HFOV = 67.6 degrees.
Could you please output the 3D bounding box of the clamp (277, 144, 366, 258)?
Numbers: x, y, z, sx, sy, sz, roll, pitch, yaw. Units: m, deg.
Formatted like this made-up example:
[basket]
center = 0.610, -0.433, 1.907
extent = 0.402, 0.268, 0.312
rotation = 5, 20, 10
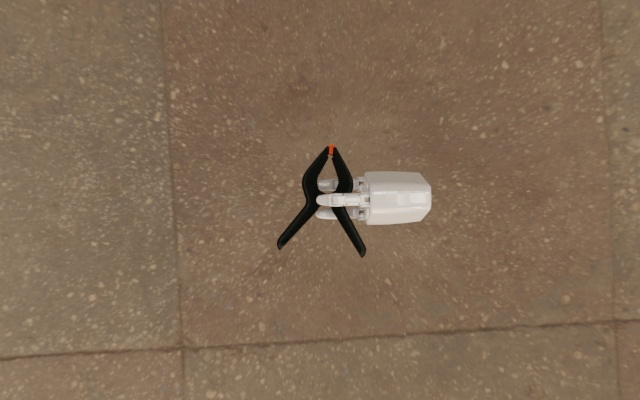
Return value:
[clamp]
center = 0.000, 0.002, 0.878
extent = 0.164, 0.210, 0.036
rotation = -1, 2, -3
